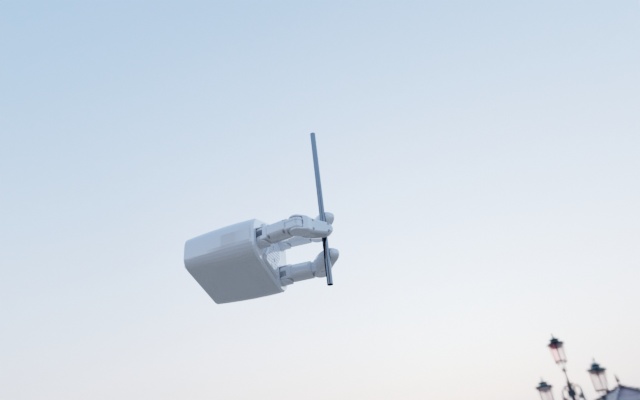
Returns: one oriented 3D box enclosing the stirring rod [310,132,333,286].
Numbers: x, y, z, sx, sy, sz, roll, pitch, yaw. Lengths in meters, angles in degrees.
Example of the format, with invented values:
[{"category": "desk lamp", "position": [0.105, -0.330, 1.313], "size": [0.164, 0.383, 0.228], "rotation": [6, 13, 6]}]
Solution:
[{"category": "stirring rod", "position": [0.000, 0.002, 0.649], "size": [0.011, 0.239, 0.011], "rotation": [-5, -32, -3]}]
